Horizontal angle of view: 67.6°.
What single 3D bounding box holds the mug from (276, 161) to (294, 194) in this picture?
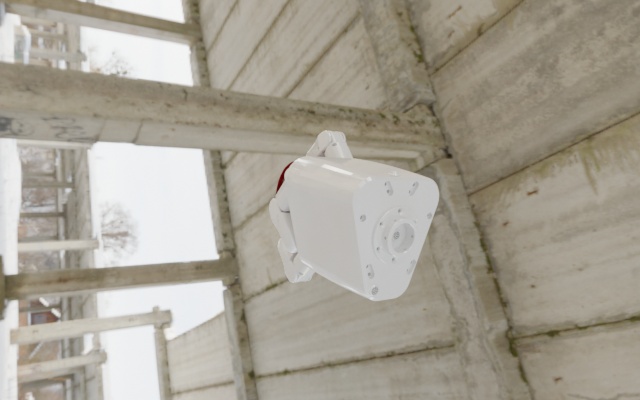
[{"bbox_3d":[0.000,0.002,0.541,0.081,0.093,0.117,0,12,-32],"label":"mug"}]
